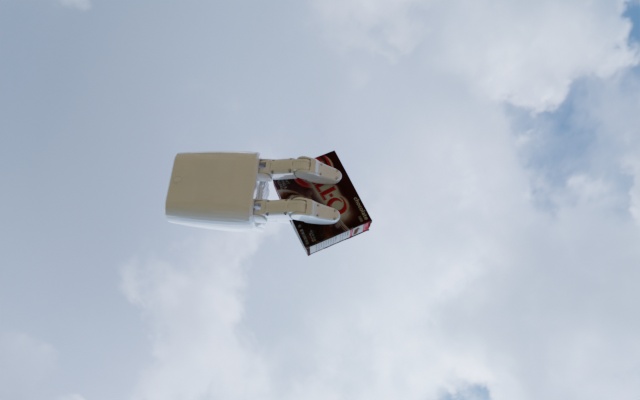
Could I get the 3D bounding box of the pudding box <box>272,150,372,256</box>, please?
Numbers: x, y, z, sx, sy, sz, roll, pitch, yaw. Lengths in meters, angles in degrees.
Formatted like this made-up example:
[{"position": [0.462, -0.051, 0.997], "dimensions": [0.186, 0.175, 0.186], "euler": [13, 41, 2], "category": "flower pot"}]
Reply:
[{"position": [0.000, 0.002, 0.603], "dimensions": [0.090, 0.113, 0.039], "euler": [-23, -21, -10], "category": "pudding box"}]
